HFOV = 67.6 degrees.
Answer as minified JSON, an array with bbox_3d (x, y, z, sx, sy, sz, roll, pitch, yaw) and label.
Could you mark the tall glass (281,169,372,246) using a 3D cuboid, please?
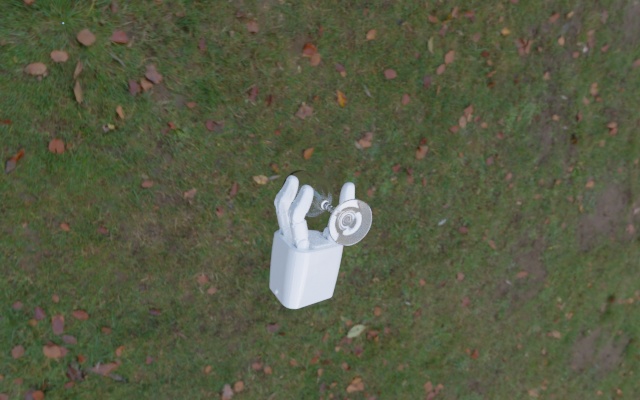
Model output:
[{"bbox_3d":[0.001,0.003,0.790,0.079,0.079,0.201,0,18,-28],"label":"tall glass"}]
